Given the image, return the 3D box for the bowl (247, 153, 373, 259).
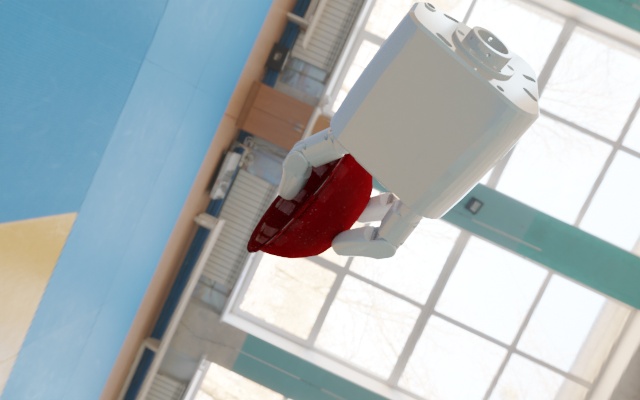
[{"bbox_3d":[0.000,0.002,0.466,0.055,0.162,0.162,40,-11,-12],"label":"bowl"}]
